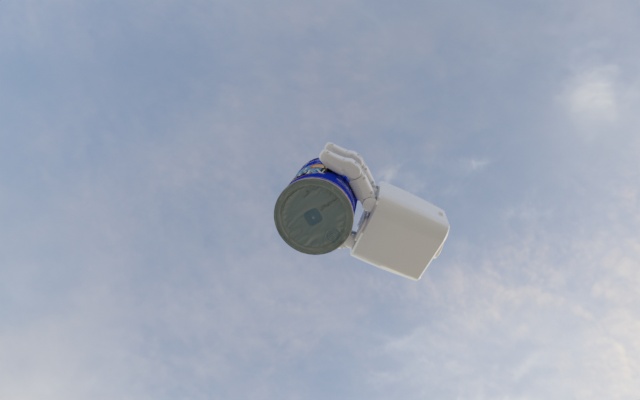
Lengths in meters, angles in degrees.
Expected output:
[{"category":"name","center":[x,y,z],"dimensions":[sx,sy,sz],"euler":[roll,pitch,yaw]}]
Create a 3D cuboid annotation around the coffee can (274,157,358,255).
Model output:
[{"category":"coffee can","center":[0.000,0.002,0.669],"dimensions":[0.103,0.103,0.140],"euler":[0,17,8]}]
